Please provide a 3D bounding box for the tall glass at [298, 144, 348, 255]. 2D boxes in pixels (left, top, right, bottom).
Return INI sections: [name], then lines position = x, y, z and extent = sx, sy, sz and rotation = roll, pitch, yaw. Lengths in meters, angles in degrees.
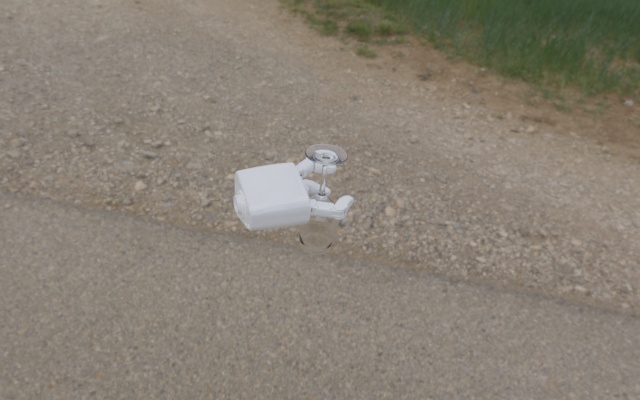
[tall glass]
position = 0.000, 0.002, 0.872
extent = 0.079, 0.201, 0.079
rotation = 4, 34, -3
